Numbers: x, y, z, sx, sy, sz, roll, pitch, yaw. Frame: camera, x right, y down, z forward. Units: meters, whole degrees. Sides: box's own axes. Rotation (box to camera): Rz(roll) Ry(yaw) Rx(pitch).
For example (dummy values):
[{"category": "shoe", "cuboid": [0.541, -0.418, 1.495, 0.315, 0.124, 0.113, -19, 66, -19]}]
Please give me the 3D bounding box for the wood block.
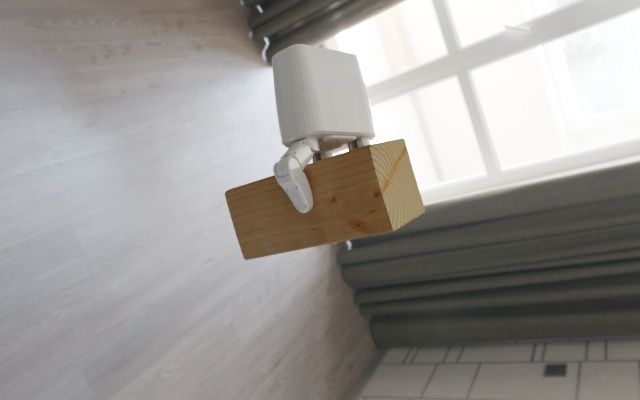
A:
[{"category": "wood block", "cuboid": [0.000, 0.001, 0.556, 0.206, 0.090, 0.091, -15, 2, 35]}]
